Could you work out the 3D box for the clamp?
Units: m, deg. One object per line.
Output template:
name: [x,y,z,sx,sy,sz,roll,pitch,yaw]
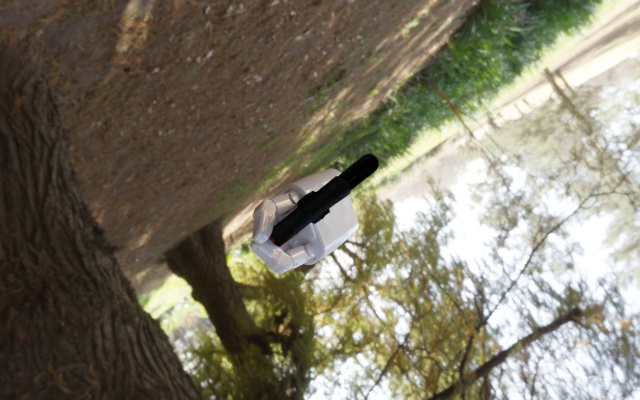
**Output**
clamp: [0.000,0.003,0.592,0.171,0.039,0.120,-35,-4,39]
